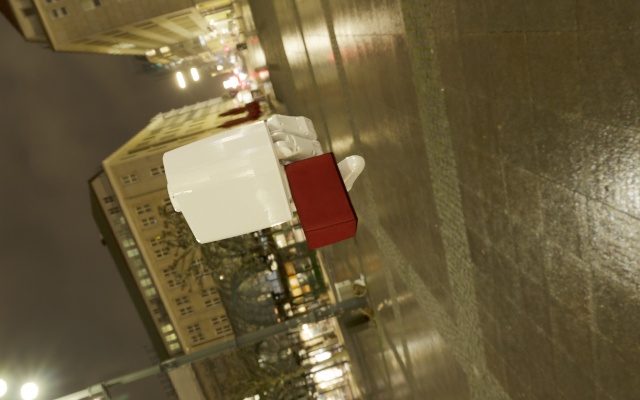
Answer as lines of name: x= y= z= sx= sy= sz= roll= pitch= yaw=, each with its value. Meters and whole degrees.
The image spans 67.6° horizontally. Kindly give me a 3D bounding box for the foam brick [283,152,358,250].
foam brick: x=0.000 y=0.002 z=0.477 sx=0.051 sy=0.078 sz=0.053 roll=-17 pitch=-24 yaw=-6
